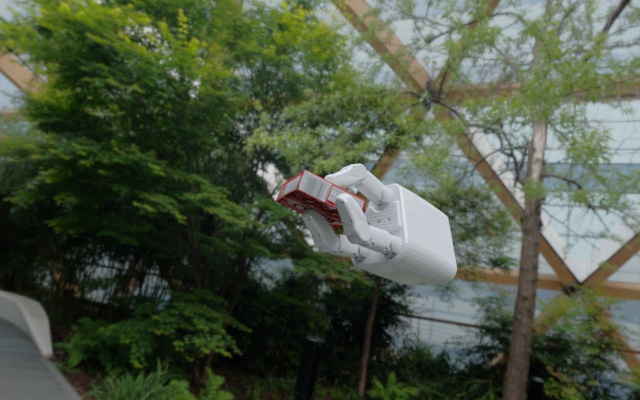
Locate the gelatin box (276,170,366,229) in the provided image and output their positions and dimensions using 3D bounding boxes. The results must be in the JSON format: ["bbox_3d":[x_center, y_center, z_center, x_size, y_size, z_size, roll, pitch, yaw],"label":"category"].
[{"bbox_3d":[0.000,0.001,0.581,0.089,0.030,0.073,26,-21,-18],"label":"gelatin box"}]
